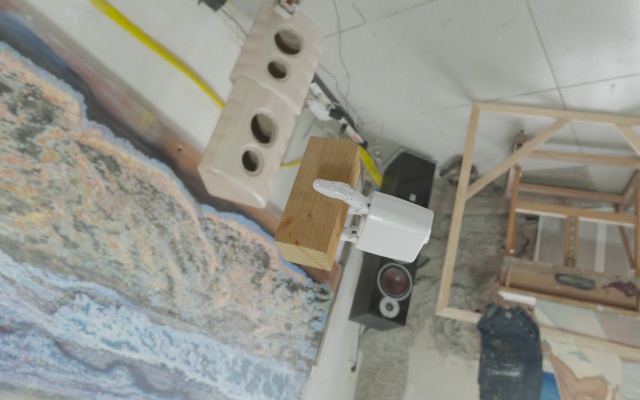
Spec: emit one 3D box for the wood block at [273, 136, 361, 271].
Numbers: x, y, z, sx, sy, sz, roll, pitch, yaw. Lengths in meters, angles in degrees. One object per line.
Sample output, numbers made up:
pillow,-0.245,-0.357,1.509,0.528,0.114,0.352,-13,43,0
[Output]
wood block,0.000,0.003,0.826,0.090,0.206,0.091,12,-25,13
